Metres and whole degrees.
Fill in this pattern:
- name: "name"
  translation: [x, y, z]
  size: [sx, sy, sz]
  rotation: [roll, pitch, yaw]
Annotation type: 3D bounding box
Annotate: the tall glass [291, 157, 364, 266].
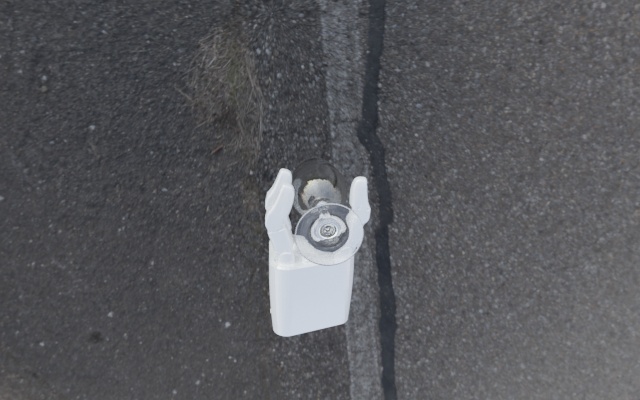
- name: "tall glass"
  translation: [0.000, 0.002, 0.602]
  size: [0.079, 0.079, 0.201]
  rotation: [0, 21, -6]
